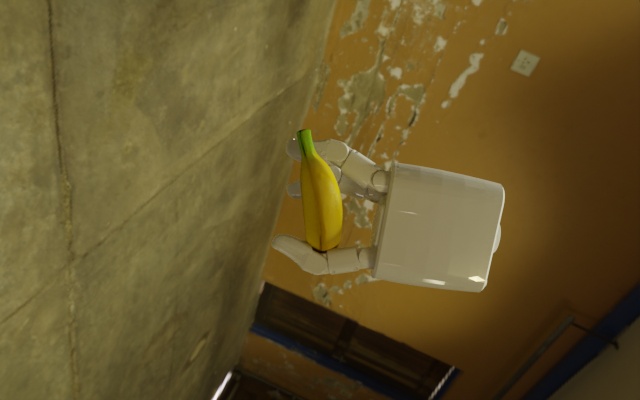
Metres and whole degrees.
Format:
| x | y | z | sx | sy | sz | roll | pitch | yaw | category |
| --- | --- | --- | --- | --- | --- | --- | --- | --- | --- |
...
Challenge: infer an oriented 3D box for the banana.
| x | y | z | sx | sy | sz | roll | pitch | yaw | category |
| --- | --- | --- | --- | --- | --- | --- | --- | --- | --- |
| 0.001 | 0.016 | 0.470 | 0.037 | 0.069 | 0.198 | -4 | -31 | -2 | banana |
